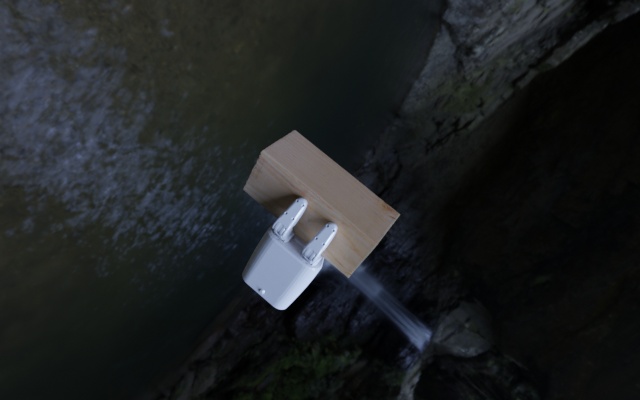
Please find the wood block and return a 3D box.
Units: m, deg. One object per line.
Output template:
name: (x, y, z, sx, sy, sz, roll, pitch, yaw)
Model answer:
wood block: (0.000, 0.003, 0.713, 0.206, 0.090, 0.090, 39, 41, 7)
